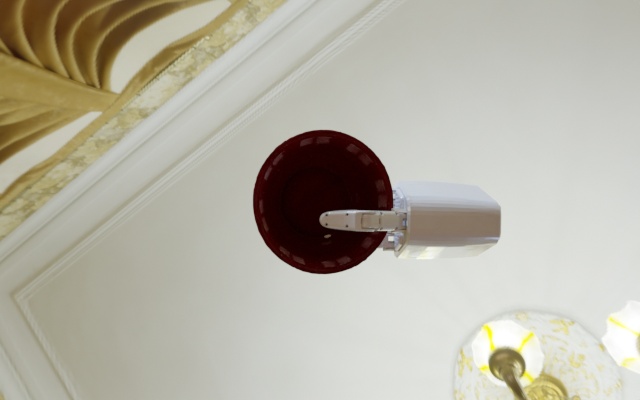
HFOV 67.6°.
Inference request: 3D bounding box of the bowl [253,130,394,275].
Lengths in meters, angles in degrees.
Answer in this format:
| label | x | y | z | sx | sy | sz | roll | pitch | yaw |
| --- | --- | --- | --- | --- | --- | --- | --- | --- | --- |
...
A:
| label | x | y | z | sx | sy | sz | roll | pitch | yaw |
| --- | --- | --- | --- | --- | --- | --- | --- | --- | --- |
| bowl | -0.001 | 0.001 | 0.556 | 0.162 | 0.162 | 0.055 | 0 | 0 | -13 |
